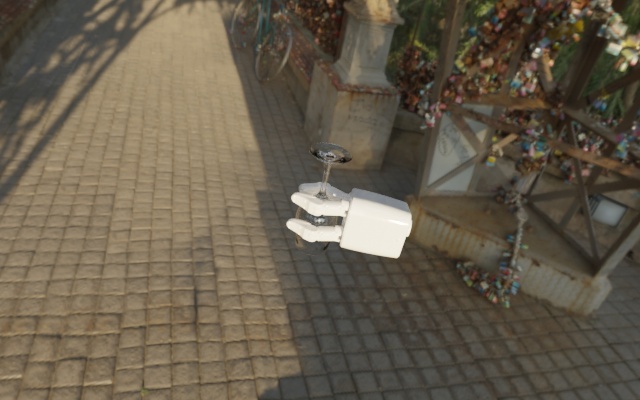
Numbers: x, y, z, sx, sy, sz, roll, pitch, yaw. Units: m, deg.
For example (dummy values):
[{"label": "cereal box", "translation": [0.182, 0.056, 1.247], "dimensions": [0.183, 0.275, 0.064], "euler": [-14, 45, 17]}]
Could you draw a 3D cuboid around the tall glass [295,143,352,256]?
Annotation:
[{"label": "tall glass", "translation": [0.000, 0.002, 0.857], "dimensions": [0.079, 0.201, 0.079], "euler": [9, 32, -6]}]
